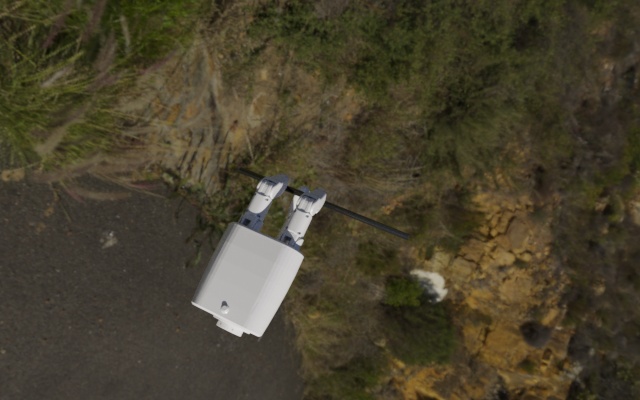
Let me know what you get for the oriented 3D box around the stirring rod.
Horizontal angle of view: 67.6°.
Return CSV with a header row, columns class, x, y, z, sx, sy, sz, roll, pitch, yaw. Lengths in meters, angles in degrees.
class,x,y,z,sx,sy,sz,roll,pitch,yaw
stirring rod,0.000,0.002,0.617,0.239,0.011,0.011,22,5,14
